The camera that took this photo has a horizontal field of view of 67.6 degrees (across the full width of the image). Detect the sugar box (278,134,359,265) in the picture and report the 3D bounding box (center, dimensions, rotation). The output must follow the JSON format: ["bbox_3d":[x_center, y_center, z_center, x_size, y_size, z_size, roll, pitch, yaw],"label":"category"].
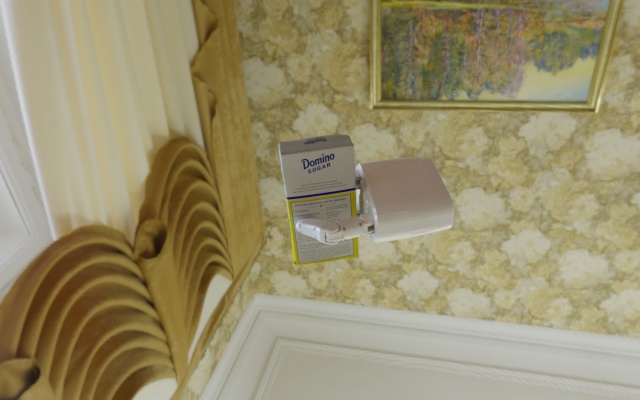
[{"bbox_3d":[0.000,0.002,0.638,0.093,0.176,0.048,-7,30,-5],"label":"sugar box"}]
